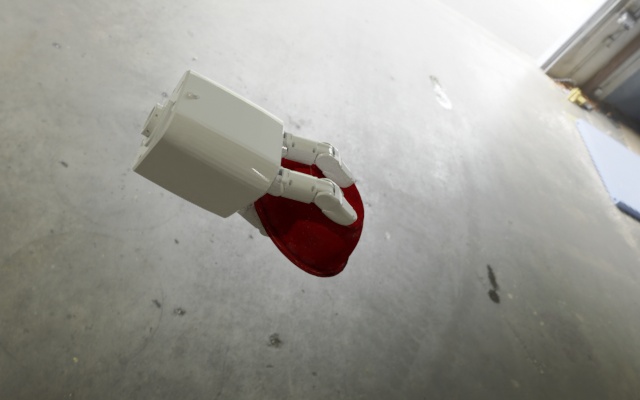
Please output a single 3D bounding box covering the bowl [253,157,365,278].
[{"bbox_3d":[0.001,0.002,0.537,0.055,0.162,0.162,-32,-17,30],"label":"bowl"}]
